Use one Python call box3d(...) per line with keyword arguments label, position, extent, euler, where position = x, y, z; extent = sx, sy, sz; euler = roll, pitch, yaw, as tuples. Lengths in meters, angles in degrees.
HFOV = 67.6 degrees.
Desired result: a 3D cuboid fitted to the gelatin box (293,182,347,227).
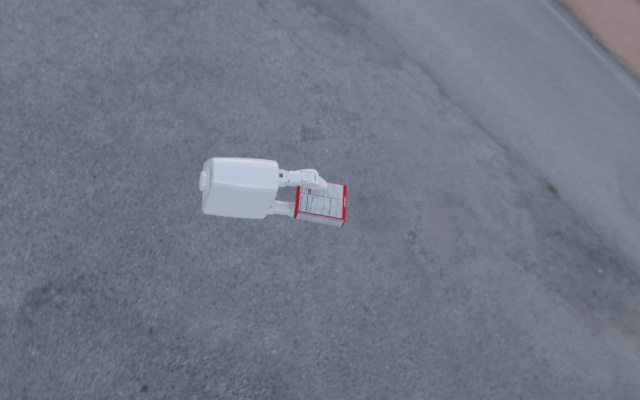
box3d(label="gelatin box", position=(0.001, 0.003, 0.832), extent=(0.089, 0.073, 0.030), euler=(10, -34, -9))
